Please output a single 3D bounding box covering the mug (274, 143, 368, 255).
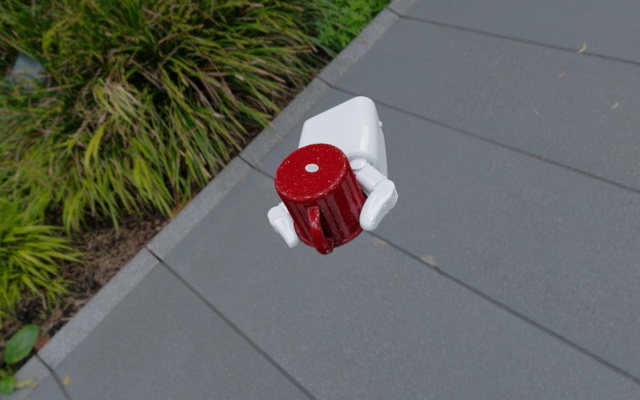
[{"bbox_3d":[0.000,0.003,0.510,0.093,0.117,0.082,-9,-41,16],"label":"mug"}]
